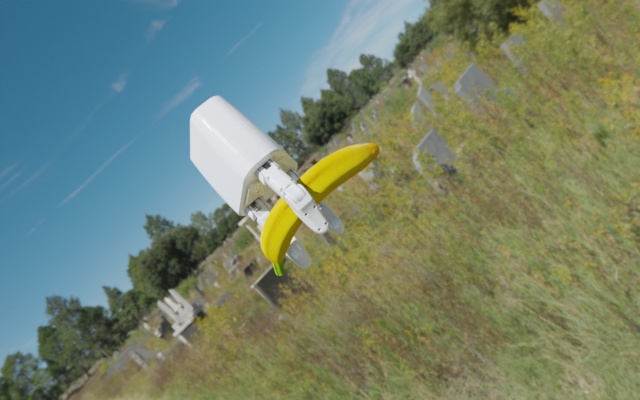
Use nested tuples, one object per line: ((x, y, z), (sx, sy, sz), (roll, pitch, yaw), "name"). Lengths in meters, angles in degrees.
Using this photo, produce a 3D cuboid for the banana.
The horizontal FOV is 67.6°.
((-0.010, -0.001, 0.557), (0.037, 0.198, 0.070), (42, 4, 33), "banana")
